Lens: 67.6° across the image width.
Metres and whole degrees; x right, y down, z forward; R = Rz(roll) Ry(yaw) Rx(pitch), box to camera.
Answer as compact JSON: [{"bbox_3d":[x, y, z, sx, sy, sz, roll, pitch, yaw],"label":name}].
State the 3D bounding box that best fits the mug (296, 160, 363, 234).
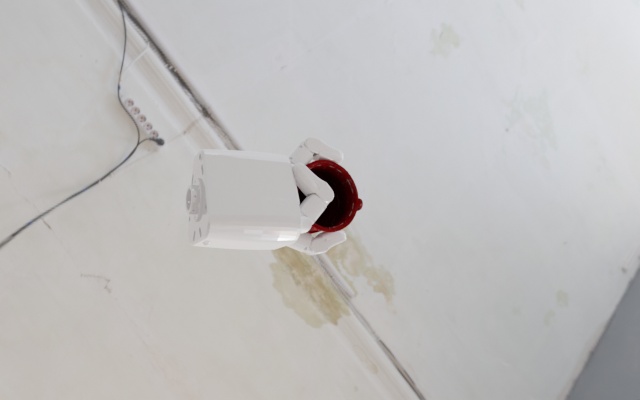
[{"bbox_3d":[0.001,0.002,0.637,0.117,0.093,0.081,4,-13,-29],"label":"mug"}]
